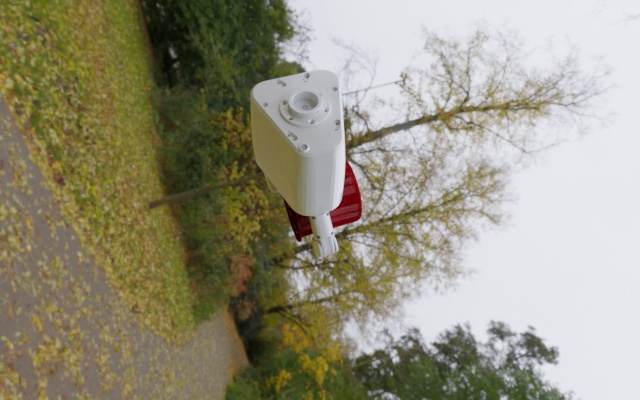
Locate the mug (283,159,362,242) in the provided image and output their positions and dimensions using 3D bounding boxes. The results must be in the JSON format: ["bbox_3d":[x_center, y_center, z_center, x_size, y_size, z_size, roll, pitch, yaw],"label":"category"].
[{"bbox_3d":[0.000,0.003,0.594,0.081,0.093,0.117,-15,-29,-10],"label":"mug"}]
